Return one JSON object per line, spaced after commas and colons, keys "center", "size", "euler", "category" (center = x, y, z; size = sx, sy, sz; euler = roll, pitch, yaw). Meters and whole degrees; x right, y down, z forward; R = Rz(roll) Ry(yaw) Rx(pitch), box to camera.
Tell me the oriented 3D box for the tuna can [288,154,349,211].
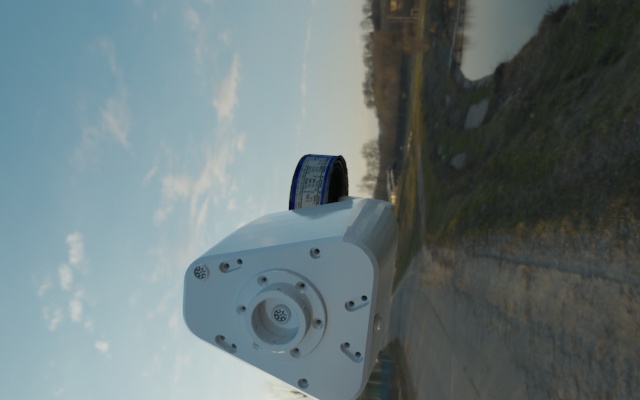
{"center": [0.000, 0.001, 0.426], "size": [0.034, 0.086, 0.086], "euler": [5, 1, 15], "category": "tuna can"}
